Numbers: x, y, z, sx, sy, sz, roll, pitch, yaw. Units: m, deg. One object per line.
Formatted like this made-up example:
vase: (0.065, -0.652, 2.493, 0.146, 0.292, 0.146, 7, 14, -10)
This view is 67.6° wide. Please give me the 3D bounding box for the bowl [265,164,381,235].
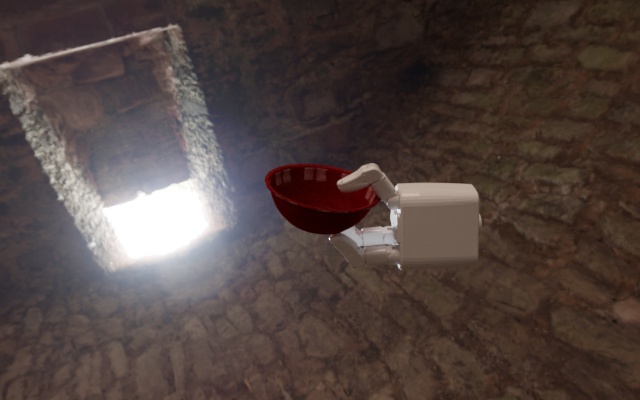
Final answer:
bowl: (-0.001, 0.002, 0.666, 0.162, 0.055, 0.162, 8, 24, -4)
